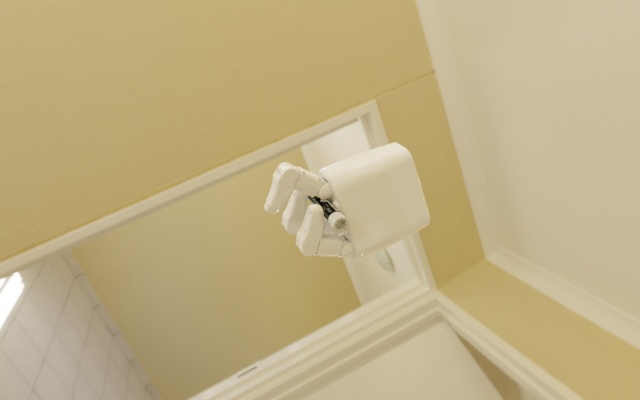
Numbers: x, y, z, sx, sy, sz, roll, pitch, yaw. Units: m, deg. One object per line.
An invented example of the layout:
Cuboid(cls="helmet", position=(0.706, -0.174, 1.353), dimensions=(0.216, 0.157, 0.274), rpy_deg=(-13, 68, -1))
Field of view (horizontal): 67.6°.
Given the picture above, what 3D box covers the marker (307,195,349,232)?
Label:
Cuboid(cls="marker", position=(0.000, 0.002, 0.564), dimensions=(0.020, 0.020, 0.121), rpy_deg=(0, 24, -24))
